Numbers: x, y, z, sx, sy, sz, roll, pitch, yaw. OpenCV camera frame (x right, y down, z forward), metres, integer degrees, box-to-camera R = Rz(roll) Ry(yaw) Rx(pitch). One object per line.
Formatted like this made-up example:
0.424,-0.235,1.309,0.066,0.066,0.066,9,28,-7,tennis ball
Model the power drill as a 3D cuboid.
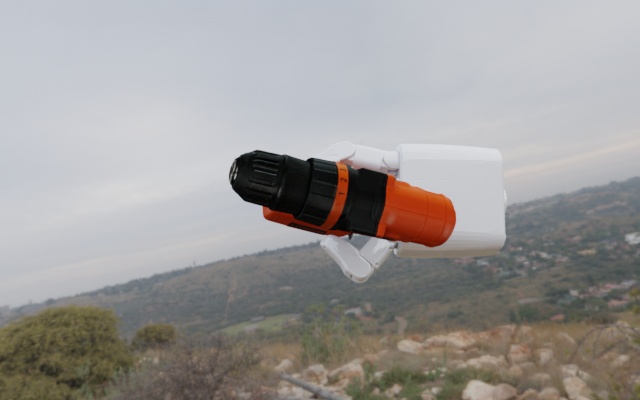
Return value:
0.000,0.001,0.435,0.184,0.057,0.187,15,-4,-16,power drill
